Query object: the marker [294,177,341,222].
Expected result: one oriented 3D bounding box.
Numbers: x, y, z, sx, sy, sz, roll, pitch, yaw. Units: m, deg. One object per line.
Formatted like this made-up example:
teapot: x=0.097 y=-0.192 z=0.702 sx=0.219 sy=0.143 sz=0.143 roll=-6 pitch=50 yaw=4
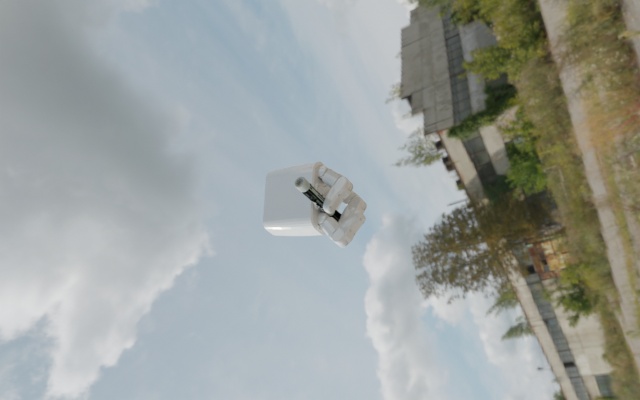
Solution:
marker: x=0.000 y=0.002 z=0.738 sx=0.020 sy=0.020 sz=0.121 roll=0 pitch=-29 yaw=36
